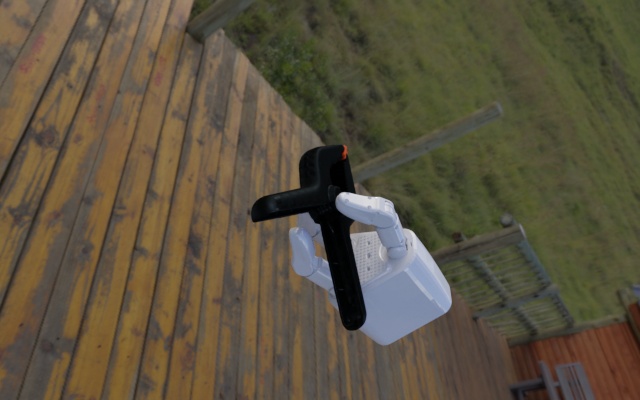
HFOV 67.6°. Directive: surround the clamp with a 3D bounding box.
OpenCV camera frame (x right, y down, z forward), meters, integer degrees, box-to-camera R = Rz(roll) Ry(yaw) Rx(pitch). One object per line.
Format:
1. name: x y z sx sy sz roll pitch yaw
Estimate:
1. clamp: 0.001 0.001 0.480 0.036 0.209 0.165 -21 -51 24
